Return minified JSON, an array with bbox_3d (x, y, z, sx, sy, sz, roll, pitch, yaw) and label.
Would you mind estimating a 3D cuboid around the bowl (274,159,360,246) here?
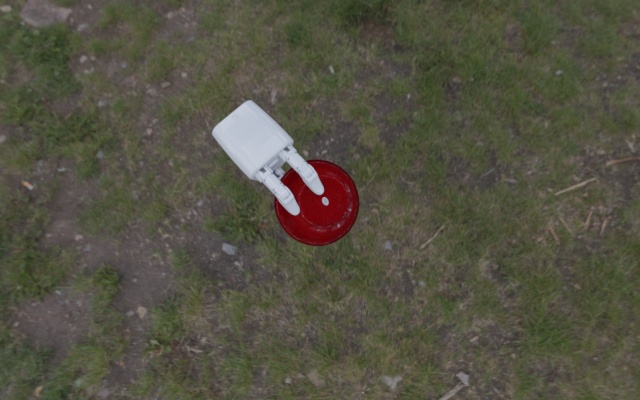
[{"bbox_3d":[0.001,0.004,0.860,0.162,0.162,0.055,0,-3,-13],"label":"bowl"}]
